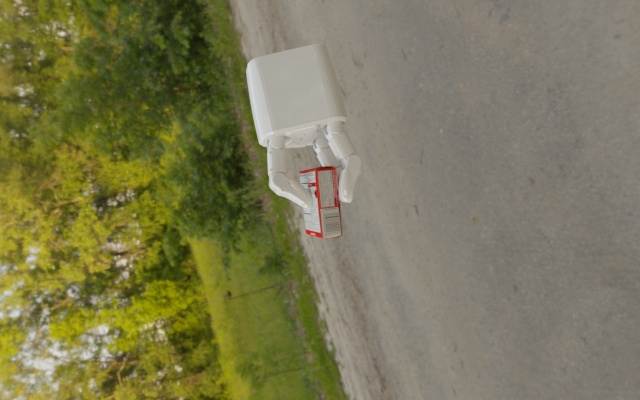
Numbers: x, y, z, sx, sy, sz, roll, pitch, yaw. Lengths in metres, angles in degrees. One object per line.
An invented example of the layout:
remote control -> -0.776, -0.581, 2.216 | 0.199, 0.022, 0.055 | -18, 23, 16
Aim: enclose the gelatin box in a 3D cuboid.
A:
gelatin box -> 0.000, 0.002, 0.616 | 0.030, 0.089, 0.073 | -6, 2, -18
